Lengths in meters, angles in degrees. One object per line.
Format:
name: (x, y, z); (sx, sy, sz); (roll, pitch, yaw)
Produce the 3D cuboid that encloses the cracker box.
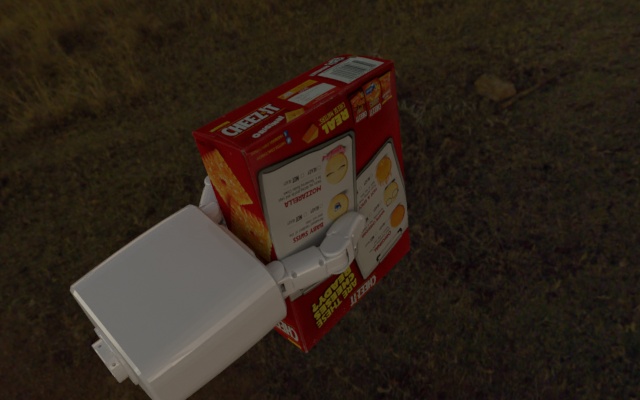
cracker box: (0.000, 0.001, 0.427); (0.072, 0.214, 0.164); (24, 49, 39)
